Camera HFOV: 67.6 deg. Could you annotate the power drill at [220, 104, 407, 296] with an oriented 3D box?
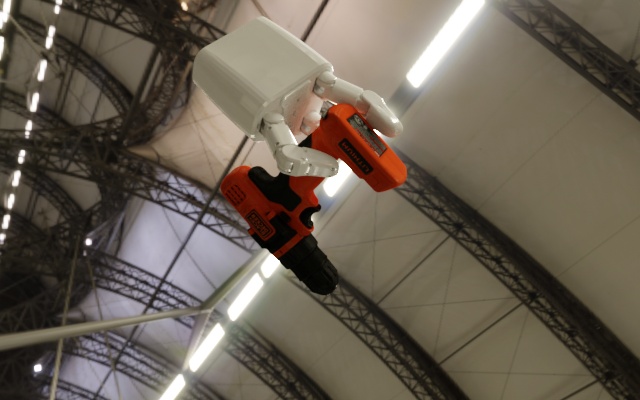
[{"bbox_3d":[0.000,0.001,0.525,0.188,0.184,0.057,-39,6,29],"label":"power drill"}]
